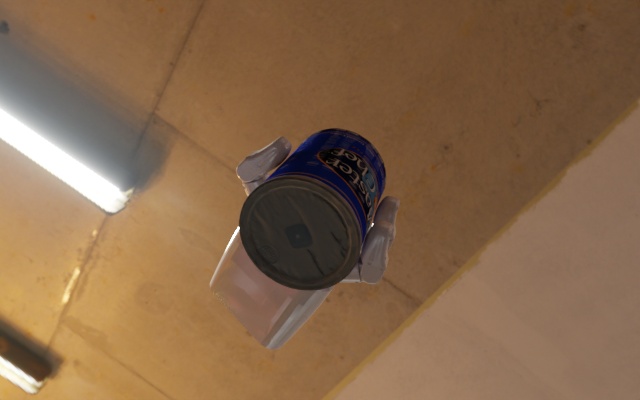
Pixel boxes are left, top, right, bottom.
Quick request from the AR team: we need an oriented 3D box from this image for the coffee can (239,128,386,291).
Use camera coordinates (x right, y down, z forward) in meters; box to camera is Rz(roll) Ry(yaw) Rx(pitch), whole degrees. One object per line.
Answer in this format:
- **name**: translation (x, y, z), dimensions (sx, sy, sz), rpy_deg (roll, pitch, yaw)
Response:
- **coffee can**: translation (0.000, 0.001, 0.442), dimensions (0.103, 0.103, 0.140), rpy_deg (0, 24, 17)
